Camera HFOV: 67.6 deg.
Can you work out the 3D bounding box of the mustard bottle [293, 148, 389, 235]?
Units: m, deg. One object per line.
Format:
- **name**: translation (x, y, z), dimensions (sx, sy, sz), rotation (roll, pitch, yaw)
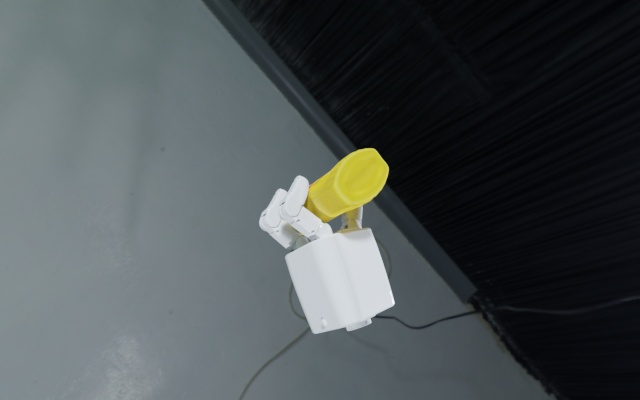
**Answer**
- **mustard bottle**: translation (0.000, 0.002, 0.627), dimensions (0.096, 0.058, 0.192), rotation (-44, 7, -38)
